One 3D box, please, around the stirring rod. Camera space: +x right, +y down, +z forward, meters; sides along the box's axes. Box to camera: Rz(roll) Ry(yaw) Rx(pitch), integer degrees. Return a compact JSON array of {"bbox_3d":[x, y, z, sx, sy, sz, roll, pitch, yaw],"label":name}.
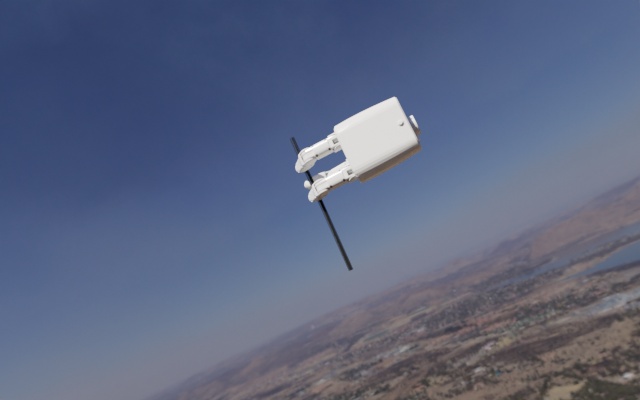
[{"bbox_3d":[0.000,0.003,0.778,0.011,0.239,0.011,-23,-12,-5],"label":"stirring rod"}]
